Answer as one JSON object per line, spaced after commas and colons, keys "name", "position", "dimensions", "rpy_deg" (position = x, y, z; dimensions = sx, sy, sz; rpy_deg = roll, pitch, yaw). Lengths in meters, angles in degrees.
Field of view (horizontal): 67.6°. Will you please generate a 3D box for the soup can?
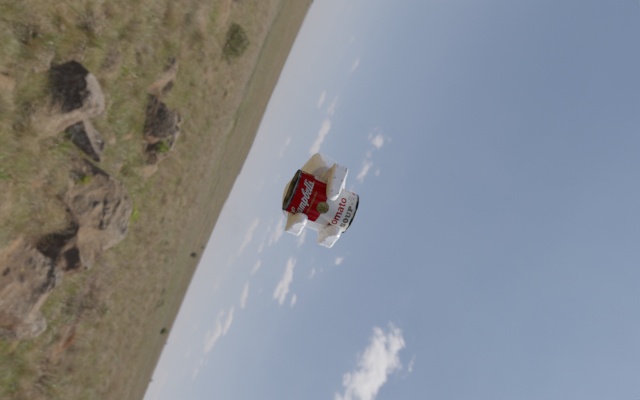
{"name": "soup can", "position": [0.000, 0.003, 0.738], "dimensions": [0.102, 0.068, 0.068], "rpy_deg": [23, -5, -12]}
